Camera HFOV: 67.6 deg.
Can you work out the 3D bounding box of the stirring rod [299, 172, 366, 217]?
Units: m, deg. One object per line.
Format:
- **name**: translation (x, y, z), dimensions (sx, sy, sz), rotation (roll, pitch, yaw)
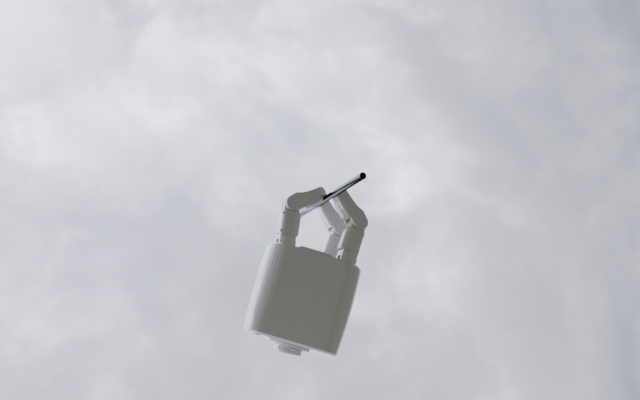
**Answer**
- **stirring rod**: translation (0.000, 0.002, 0.620), dimensions (0.011, 0.011, 0.239), rotation (0, -14, -23)
